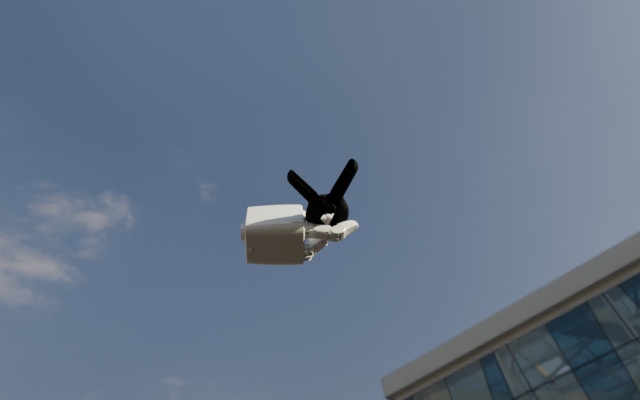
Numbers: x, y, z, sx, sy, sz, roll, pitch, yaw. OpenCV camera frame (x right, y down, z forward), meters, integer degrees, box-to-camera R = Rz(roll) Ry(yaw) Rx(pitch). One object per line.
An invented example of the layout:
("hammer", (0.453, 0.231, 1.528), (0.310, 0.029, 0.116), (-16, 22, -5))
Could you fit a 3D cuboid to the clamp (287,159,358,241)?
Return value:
("clamp", (0.000, 0.003, 0.842), (0.120, 0.172, 0.039), (0, 36, -6))
